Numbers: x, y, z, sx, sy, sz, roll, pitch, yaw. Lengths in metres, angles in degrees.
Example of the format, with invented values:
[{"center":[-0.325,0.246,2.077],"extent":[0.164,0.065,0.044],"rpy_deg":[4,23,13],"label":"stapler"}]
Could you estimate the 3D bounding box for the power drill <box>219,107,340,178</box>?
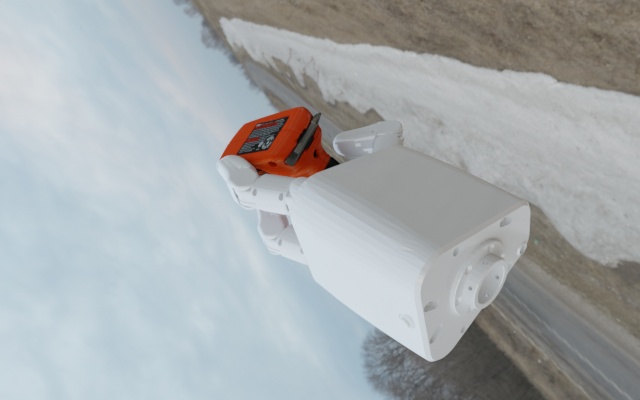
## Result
[{"center":[0.000,0.001,0.444],"extent":[0.188,0.057,0.184],"rpy_deg":[40,-26,-29],"label":"power drill"}]
